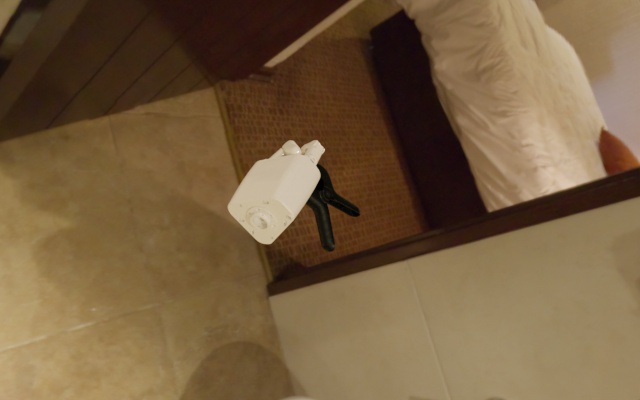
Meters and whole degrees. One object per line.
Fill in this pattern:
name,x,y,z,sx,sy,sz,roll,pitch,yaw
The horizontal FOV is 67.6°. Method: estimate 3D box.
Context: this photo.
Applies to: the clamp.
clamp,0.001,0.002,0.839,0.039,0.171,0.120,-23,27,39
